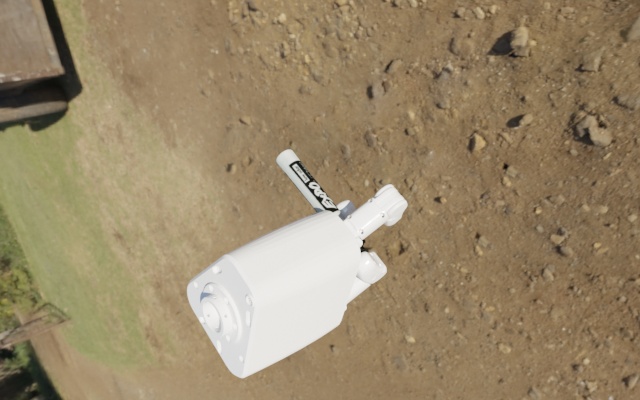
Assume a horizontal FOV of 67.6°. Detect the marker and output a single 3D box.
[{"bbox_3d":[0.000,0.001,0.438,0.020,0.121,0.020,-33,-21,-15],"label":"marker"}]
